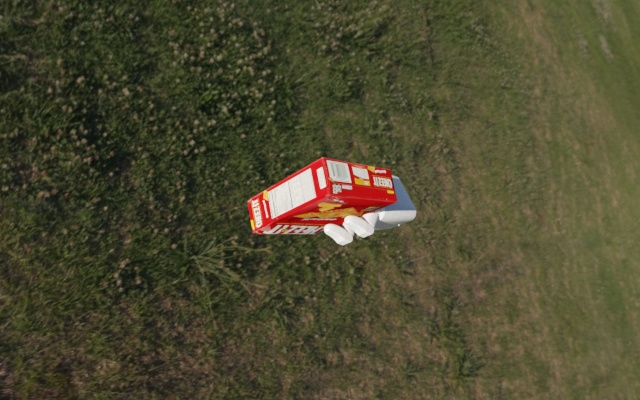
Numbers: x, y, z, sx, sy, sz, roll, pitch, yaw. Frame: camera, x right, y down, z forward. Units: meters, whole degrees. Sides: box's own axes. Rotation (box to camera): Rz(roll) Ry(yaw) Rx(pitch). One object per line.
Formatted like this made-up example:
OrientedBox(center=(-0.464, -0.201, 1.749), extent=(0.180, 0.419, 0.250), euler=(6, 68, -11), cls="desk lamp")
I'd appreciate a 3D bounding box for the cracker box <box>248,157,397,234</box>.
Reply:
OrientedBox(center=(0.000, 0.003, 0.844), extent=(0.164, 0.072, 0.214), euler=(5, -22, -42), cls="cracker box")
